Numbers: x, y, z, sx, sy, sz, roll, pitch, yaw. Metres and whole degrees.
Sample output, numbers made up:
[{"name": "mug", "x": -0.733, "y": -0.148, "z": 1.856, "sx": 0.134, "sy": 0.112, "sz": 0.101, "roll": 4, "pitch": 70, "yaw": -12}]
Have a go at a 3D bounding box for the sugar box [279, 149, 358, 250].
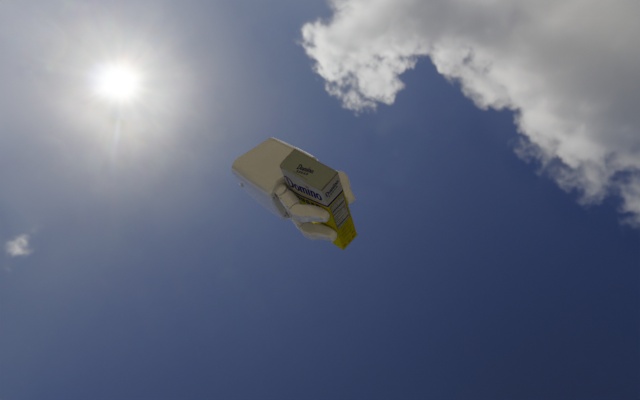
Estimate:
[{"name": "sugar box", "x": 0.000, "y": 0.003, "z": 0.770, "sx": 0.093, "sy": 0.048, "sz": 0.176, "roll": 31, "pitch": -19, "yaw": 32}]
